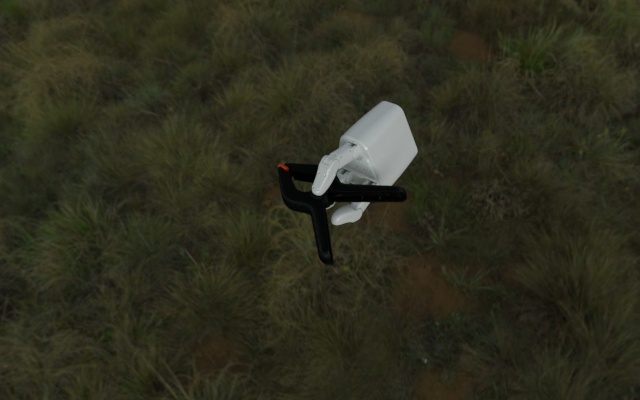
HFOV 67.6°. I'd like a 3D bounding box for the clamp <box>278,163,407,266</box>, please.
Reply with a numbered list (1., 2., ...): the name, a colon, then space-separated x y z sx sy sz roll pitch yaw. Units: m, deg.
1. clamp: 0.000 0.001 0.720 0.210 0.036 0.164 27 58 33
